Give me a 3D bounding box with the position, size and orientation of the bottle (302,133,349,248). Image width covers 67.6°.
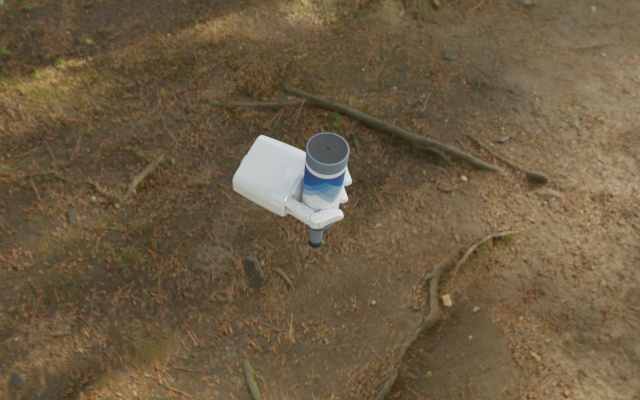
[{"bbox_3d":[0.000,0.003,0.851,0.069,0.069,0.296,0,-34,-5],"label":"bottle"}]
